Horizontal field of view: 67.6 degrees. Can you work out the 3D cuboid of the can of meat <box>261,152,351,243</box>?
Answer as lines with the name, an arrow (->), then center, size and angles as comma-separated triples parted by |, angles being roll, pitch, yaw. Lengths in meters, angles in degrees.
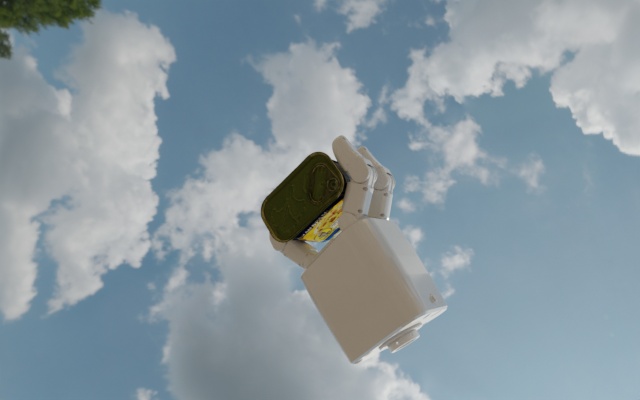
can of meat -> 0.000, 0.002, 0.522 | 0.102, 0.057, 0.084 | -43, -26, 19
